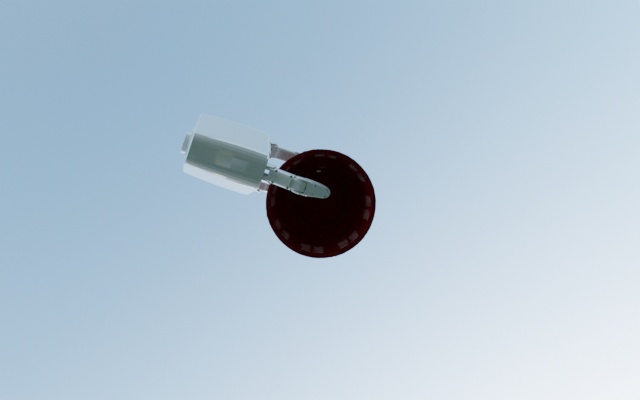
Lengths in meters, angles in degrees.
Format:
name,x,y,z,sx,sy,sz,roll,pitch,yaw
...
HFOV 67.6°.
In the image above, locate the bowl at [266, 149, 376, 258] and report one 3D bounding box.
name,x,y,z,sx,sy,sz,roll,pitch,yaw
bowl,0.001,0.003,0.720,0.162,0.162,0.055,0,8,-1
